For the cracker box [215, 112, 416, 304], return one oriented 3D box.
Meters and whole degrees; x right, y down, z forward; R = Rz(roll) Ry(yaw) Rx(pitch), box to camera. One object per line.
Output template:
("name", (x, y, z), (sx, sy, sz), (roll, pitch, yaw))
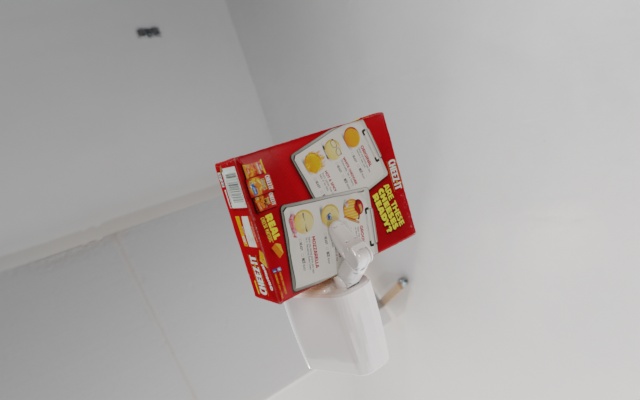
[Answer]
("cracker box", (0.000, 0.002, 0.572), (0.213, 0.164, 0.072), (-22, 11, -33))
